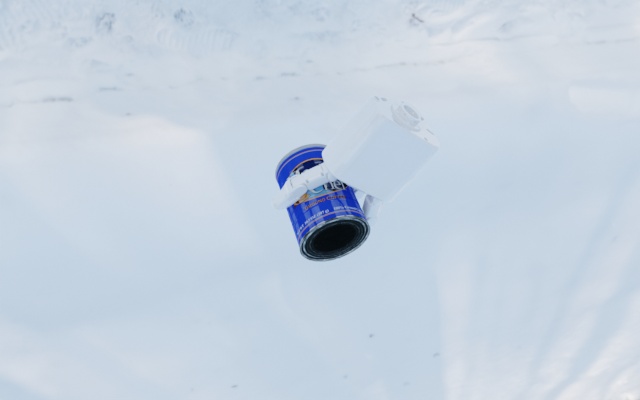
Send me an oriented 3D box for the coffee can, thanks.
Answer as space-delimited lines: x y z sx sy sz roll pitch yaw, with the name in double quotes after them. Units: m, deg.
0.000 0.002 0.693 0.103 0.140 0.103 -14 -37 -10 "coffee can"
